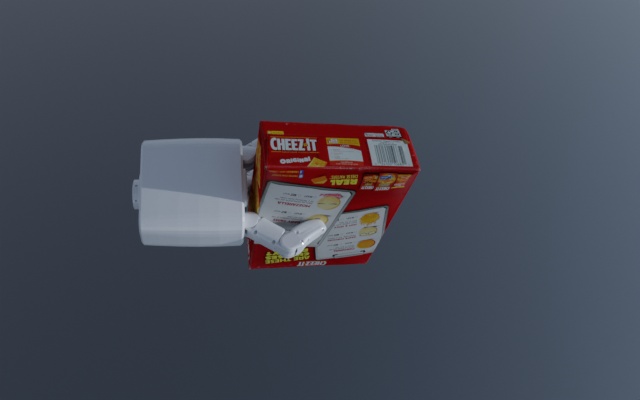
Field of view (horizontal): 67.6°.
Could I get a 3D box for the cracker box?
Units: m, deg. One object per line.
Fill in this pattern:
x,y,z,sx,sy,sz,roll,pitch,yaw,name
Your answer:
0.000,0.002,0.570,0.164,0.072,0.214,0,-34,-14,cracker box
